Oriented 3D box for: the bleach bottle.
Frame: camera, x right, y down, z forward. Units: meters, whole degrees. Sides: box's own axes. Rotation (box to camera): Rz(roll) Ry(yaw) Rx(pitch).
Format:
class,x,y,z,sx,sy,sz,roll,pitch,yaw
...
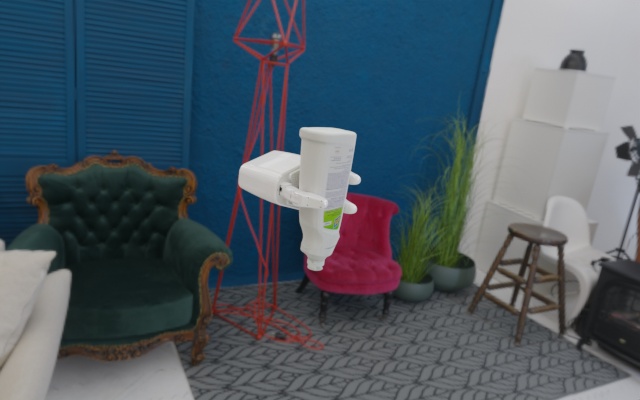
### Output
class,x,y,z,sx,sy,sz,roll,pitch,yaw
bleach bottle,0.000,0.003,0.829,0.068,0.251,0.102,19,19,38
